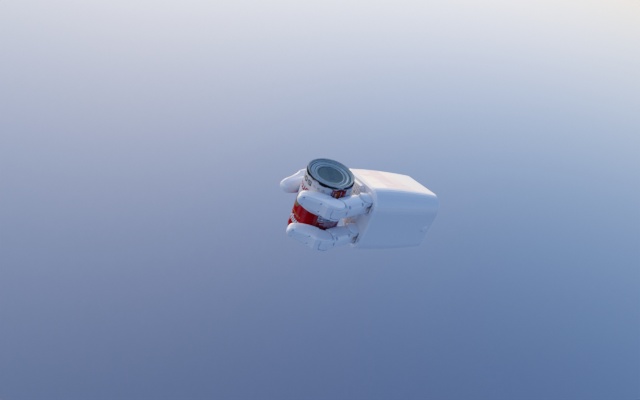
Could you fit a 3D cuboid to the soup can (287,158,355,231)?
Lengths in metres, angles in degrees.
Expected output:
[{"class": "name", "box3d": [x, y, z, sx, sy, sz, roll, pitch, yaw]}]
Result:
[{"class": "soup can", "box3d": [0.000, 0.002, 0.653, 0.068, 0.102, 0.068, 14, 36, -10]}]
